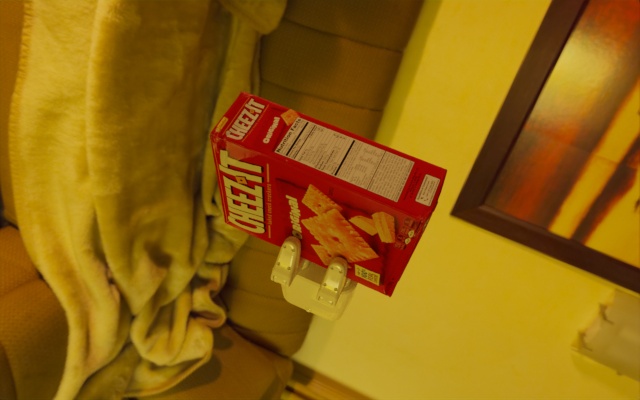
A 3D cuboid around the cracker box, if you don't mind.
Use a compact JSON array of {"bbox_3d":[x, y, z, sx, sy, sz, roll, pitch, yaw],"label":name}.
[{"bbox_3d":[0.000,0.002,0.495,0.213,0.072,0.164,22,-33,10],"label":"cracker box"}]
